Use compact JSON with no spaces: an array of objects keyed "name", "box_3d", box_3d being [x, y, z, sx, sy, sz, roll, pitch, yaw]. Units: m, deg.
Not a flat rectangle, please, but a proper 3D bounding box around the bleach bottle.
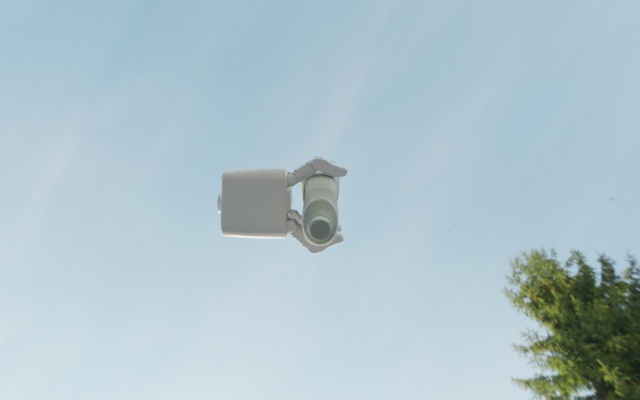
[{"name":"bleach bottle","box_3d":[0.000,0.003,0.764,0.068,0.102,0.250,1,14,0]}]
